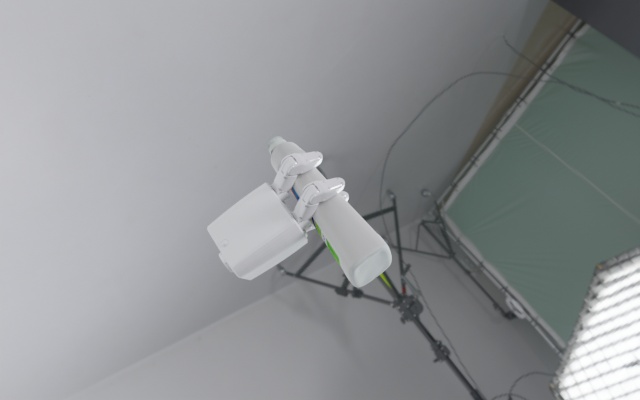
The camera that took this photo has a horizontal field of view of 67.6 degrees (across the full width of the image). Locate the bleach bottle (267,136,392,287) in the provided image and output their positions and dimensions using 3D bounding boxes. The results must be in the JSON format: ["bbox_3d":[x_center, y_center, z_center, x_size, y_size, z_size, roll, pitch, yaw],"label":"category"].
[{"bbox_3d":[0.000,0.002,0.691,0.068,0.250,0.103,-35,-27,-5],"label":"bleach bottle"}]
